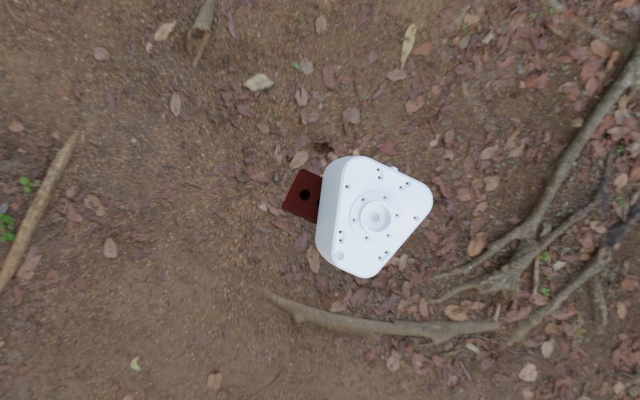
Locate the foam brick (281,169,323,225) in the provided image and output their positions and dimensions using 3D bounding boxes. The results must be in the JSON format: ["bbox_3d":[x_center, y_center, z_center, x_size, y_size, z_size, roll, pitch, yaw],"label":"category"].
[{"bbox_3d":[0.000,0.002,0.563,0.078,0.053,0.051,24,-1,-7],"label":"foam brick"}]
